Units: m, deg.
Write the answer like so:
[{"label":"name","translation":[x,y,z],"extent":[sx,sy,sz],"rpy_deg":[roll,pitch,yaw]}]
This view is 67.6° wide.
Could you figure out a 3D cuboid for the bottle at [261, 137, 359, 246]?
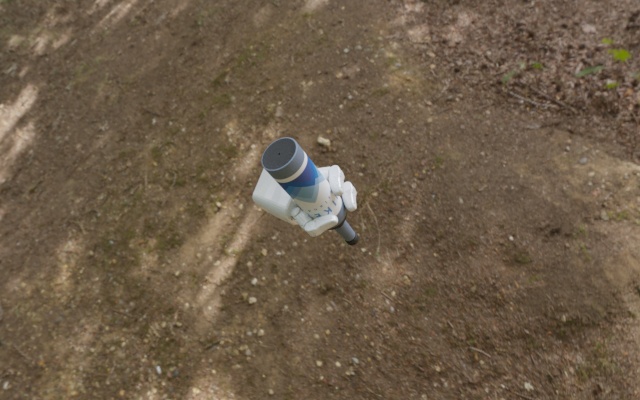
[{"label":"bottle","translation":[0.000,0.003,0.862],"extent":[0.069,0.069,0.296],"rpy_deg":[0,-31,32]}]
